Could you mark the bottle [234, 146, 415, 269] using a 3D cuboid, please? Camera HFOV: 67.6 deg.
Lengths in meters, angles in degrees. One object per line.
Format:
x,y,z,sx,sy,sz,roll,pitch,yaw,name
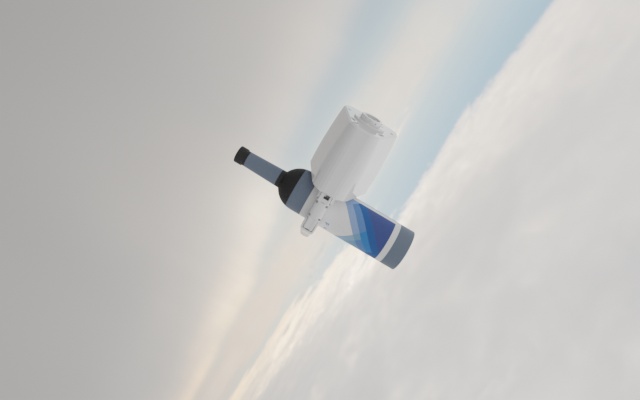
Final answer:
0.000,0.003,0.732,0.296,0.069,0.069,30,0,1,bottle
